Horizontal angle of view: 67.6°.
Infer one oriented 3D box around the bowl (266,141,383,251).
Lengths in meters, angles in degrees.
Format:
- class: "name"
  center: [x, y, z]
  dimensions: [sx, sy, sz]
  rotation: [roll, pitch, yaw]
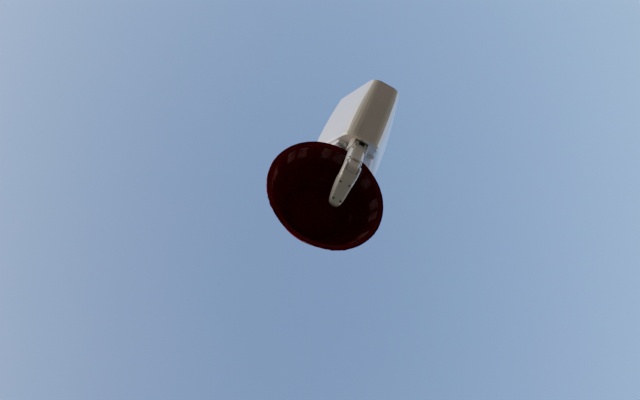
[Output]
- class: "bowl"
  center: [-0.001, 0.003, 0.637]
  dimensions: [0.162, 0.162, 0.055]
  rotation: [0, -29, -23]
